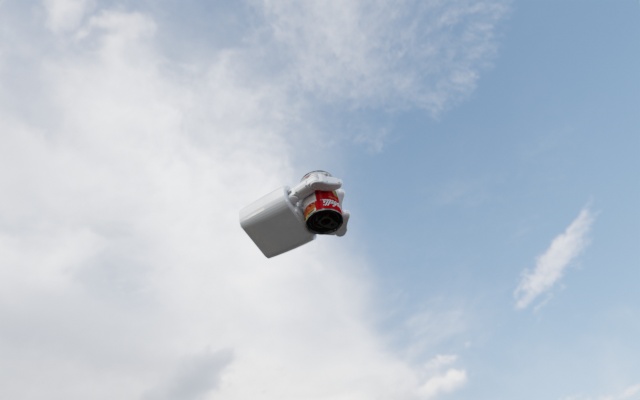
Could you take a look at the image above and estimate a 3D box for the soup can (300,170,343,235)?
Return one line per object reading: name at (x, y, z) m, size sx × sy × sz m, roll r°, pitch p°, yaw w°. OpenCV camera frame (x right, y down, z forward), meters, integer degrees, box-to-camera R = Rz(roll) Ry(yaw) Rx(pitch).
soup can at (0.000, 0.002, 0.873) m, size 0.068 × 0.102 × 0.069 m, roll -6°, pitch -43°, yaw -6°
